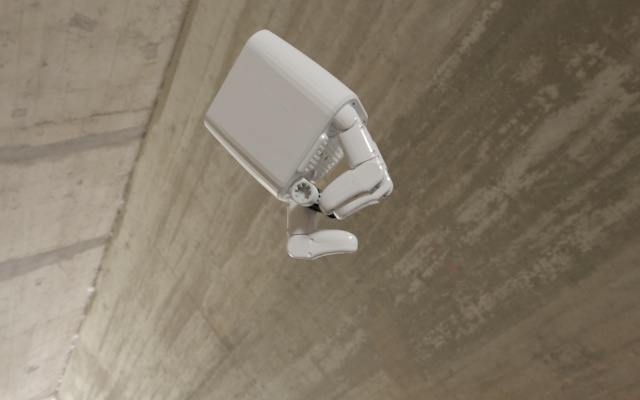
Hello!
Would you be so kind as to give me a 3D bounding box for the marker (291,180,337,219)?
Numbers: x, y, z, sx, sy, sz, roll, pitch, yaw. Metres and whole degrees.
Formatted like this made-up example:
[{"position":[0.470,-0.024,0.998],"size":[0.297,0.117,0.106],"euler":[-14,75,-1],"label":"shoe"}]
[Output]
[{"position":[0.000,0.001,0.423],"size":[0.020,0.020,0.121],"euler":[0,-7,14],"label":"marker"}]
